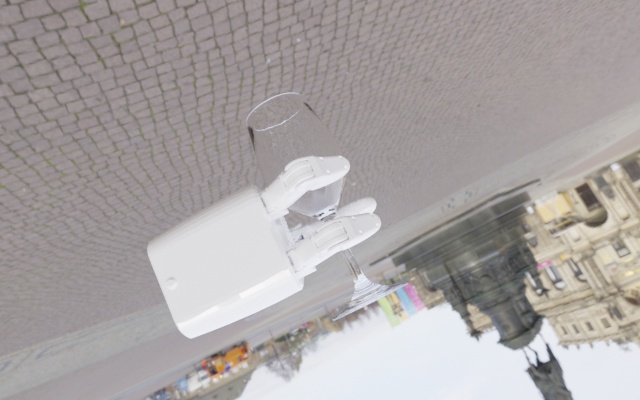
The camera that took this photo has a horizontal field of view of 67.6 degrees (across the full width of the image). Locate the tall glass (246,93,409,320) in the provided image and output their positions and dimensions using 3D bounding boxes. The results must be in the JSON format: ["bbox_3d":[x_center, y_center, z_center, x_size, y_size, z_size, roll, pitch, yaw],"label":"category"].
[{"bbox_3d":[0.001,0.002,0.437,0.079,0.201,0.079,-25,-12,-6],"label":"tall glass"}]
